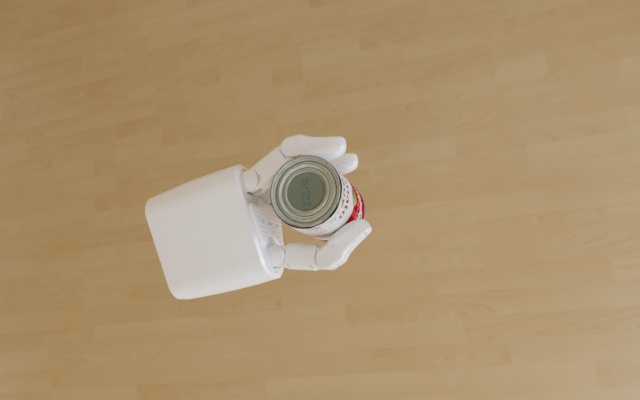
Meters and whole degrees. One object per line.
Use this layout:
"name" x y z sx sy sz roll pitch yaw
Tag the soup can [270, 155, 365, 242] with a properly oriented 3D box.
"soup can" 0.000 0.001 0.460 0.068 0.068 0.102 0 -12 17
